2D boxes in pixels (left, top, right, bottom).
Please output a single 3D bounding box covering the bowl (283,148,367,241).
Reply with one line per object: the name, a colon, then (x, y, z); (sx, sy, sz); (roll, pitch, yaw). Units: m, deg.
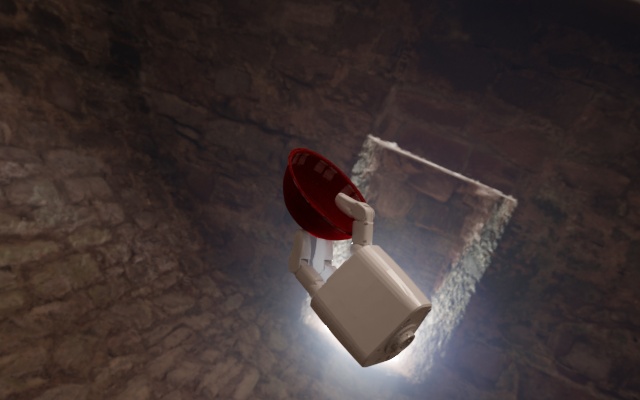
bowl: (-0.001, 0.002, 0.683); (0.055, 0.162, 0.162); (-43, -22, 25)
